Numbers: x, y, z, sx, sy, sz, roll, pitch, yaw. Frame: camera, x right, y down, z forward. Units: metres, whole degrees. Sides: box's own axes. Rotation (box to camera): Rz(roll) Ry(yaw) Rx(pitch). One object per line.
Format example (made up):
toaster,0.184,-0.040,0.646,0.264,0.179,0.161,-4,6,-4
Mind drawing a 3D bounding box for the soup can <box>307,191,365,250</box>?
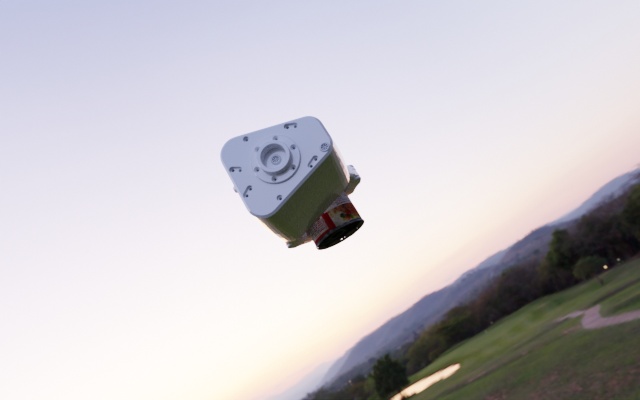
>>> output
soup can,0.000,0.002,0.601,0.068,0.102,0.068,-28,-18,-10
